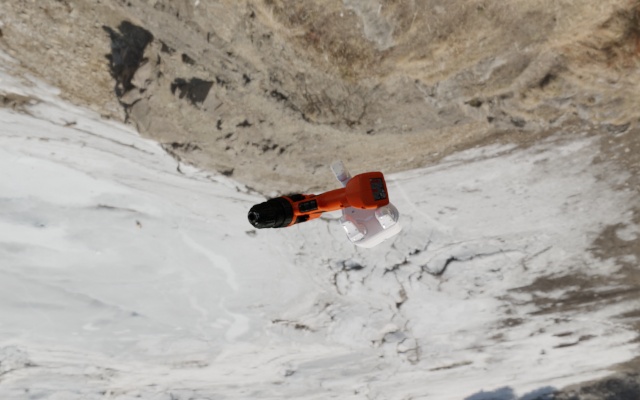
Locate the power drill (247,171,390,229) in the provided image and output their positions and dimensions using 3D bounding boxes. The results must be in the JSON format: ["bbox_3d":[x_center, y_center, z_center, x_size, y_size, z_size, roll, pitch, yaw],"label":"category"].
[{"bbox_3d":[0.001,0.002,0.759,0.187,0.057,0.184,-13,0,31],"label":"power drill"}]
